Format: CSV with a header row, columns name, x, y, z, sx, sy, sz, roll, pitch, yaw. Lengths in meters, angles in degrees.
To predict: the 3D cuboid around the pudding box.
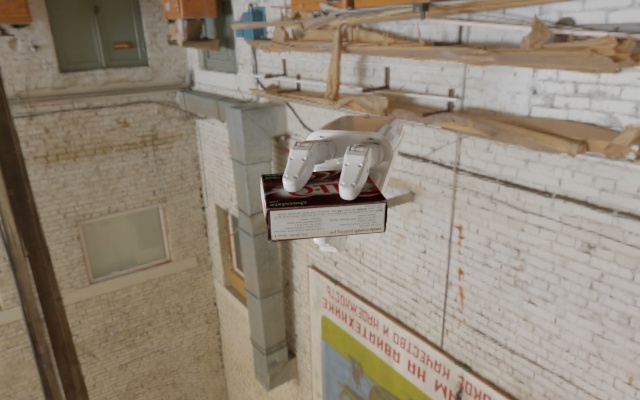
name,x,y,z,sx,sy,sz,roll,pitch,yaw
pudding box,0.000,0.002,0.467,0.113,0.039,0.090,-6,23,-8
